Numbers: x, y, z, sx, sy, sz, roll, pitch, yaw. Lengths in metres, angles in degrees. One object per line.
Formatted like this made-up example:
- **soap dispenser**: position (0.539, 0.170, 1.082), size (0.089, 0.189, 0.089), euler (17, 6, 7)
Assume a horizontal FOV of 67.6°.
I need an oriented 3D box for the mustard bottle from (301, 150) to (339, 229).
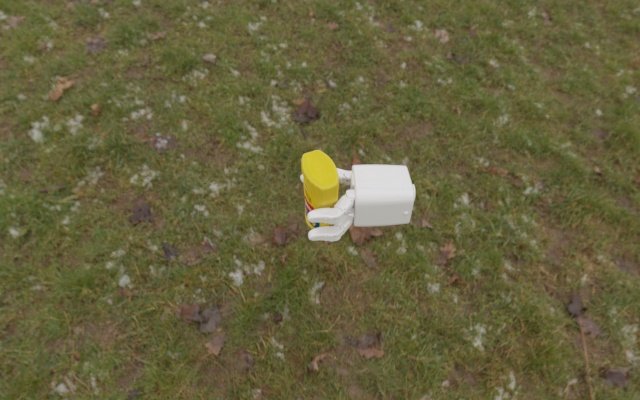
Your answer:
- **mustard bottle**: position (0.000, 0.003, 0.898), size (0.058, 0.096, 0.192), euler (-19, -37, -14)
